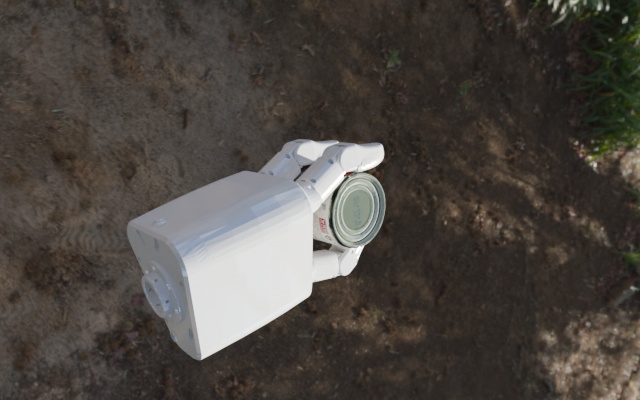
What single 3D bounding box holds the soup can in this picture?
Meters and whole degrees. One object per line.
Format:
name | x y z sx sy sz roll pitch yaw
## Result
soup can | 0.001 0.001 0.441 0.068 0.068 0.102 0 8 -42
